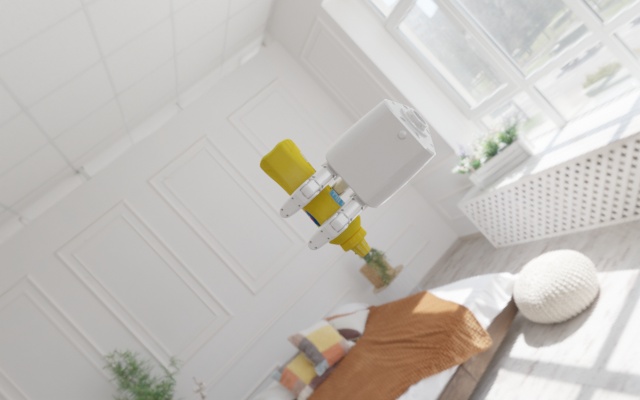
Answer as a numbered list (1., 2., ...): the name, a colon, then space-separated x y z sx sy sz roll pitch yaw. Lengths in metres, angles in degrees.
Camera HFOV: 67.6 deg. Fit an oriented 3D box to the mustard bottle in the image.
1. mustard bottle: 0.000 0.002 0.662 0.058 0.191 0.096 -42 1 1
